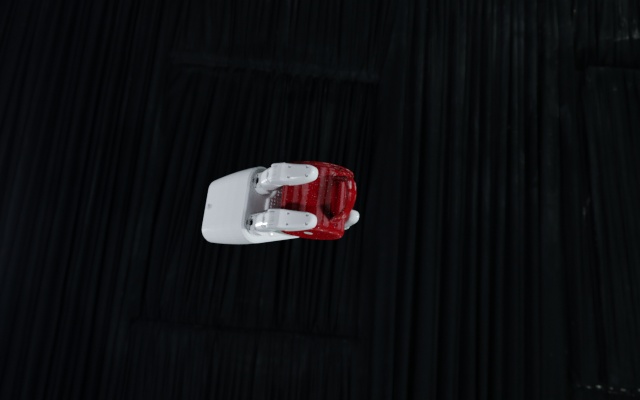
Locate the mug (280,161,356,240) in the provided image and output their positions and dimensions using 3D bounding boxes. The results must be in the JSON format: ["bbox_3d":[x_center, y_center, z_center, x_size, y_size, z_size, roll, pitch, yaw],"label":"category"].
[{"bbox_3d":[0.001,0.002,0.589,0.093,0.081,0.117,17,-17,-40],"label":"mug"}]
